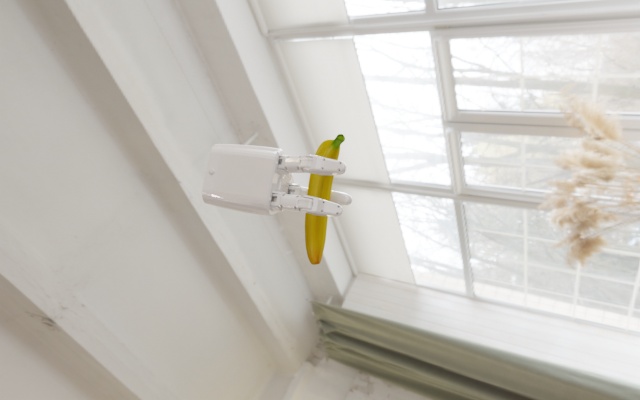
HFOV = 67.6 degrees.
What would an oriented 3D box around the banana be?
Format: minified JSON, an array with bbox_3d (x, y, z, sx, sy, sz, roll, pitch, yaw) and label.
[{"bbox_3d":[-0.001,-0.006,0.711,0.037,0.198,0.069,8,15,-6],"label":"banana"}]
